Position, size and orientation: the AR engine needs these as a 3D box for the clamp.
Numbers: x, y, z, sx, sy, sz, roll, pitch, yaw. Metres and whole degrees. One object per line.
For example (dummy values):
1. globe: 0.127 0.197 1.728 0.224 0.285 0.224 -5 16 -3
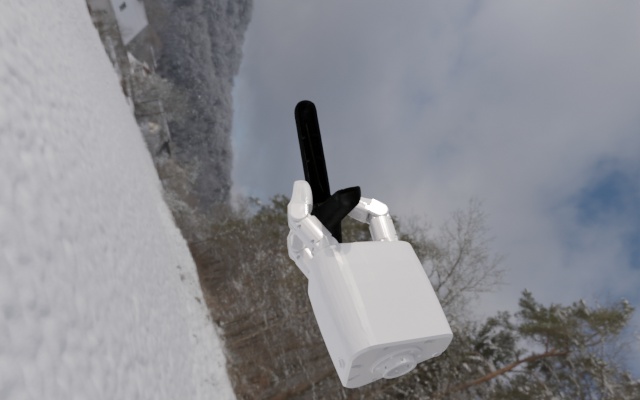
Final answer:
1. clamp: 0.001 0.002 0.551 0.036 0.164 0.210 -11 -39 -12
